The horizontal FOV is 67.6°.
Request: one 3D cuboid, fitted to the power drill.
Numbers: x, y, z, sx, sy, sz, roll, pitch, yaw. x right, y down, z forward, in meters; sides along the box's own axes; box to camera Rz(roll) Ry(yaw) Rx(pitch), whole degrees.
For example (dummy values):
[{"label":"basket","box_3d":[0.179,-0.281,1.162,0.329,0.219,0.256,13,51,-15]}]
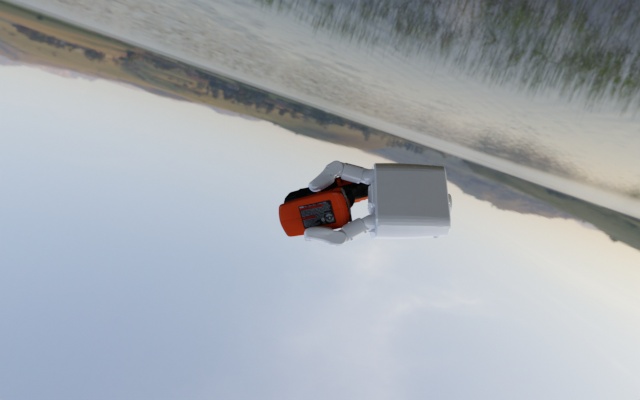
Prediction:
[{"label":"power drill","box_3d":[0.000,0.003,0.776,0.184,0.057,0.187,-14,10,20]}]
